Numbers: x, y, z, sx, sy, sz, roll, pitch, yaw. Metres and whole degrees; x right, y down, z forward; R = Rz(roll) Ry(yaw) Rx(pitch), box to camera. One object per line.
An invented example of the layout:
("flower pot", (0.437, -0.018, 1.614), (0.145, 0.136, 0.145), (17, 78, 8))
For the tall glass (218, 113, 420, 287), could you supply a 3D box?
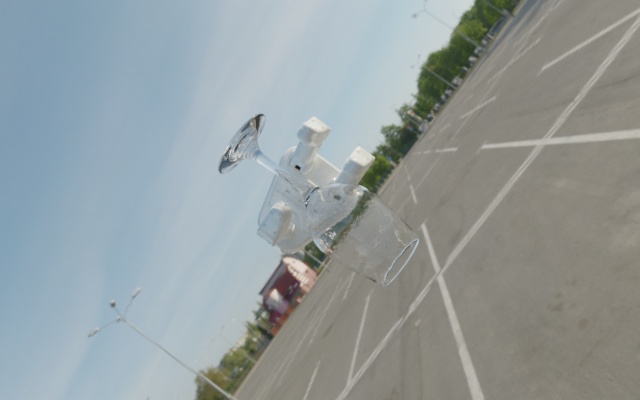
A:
("tall glass", (-0.001, 0.001, 0.477), (0.201, 0.079, 0.079), (37, 3, 4))
